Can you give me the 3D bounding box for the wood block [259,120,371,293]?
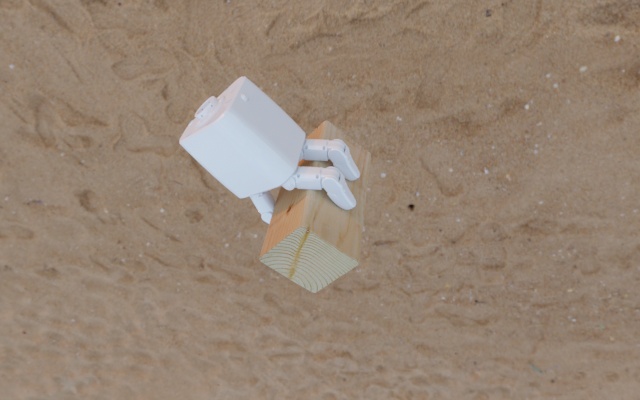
[{"bbox_3d":[0.000,0.002,0.633,0.090,0.206,0.091,34,-49,-20],"label":"wood block"}]
